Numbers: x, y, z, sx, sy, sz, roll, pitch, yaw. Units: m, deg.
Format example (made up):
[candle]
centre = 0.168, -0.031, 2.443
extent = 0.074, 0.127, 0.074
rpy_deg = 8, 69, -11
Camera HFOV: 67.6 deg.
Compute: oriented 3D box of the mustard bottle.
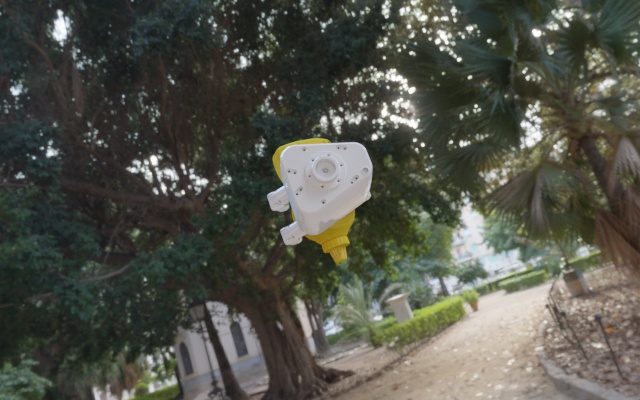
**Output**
[mustard bottle]
centre = 0.000, 0.002, 0.728
extent = 0.096, 0.191, 0.058
rpy_deg = -12, -16, -27
